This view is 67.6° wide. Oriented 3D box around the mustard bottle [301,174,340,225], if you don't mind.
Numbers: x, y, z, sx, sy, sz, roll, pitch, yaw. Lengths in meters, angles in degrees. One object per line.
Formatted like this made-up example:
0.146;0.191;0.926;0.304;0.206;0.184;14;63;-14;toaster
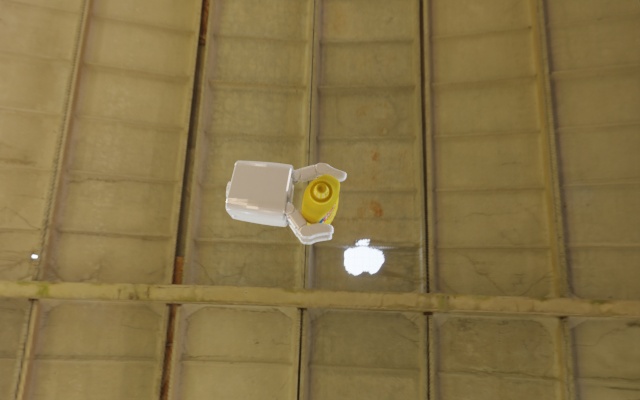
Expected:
0.000;0.003;0.878;0.058;0.096;0.192;31;-12;7;mustard bottle
